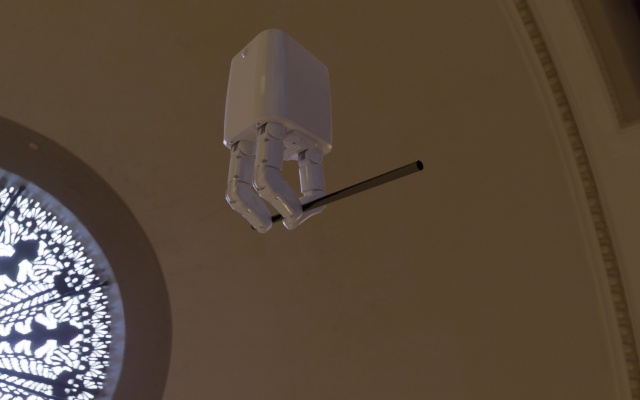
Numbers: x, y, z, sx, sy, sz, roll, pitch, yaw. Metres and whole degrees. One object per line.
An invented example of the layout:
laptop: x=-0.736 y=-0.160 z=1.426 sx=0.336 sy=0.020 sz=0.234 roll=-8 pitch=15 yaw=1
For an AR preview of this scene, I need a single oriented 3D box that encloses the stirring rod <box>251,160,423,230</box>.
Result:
stirring rod: x=0.000 y=0.001 z=0.451 sx=0.011 sy=0.011 sz=0.239 roll=0 pitch=-14 yaw=-40
